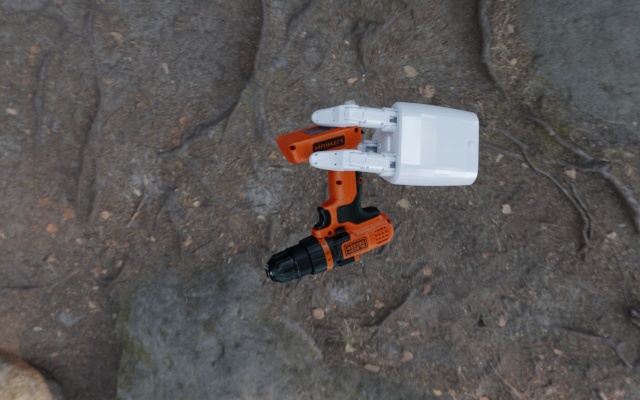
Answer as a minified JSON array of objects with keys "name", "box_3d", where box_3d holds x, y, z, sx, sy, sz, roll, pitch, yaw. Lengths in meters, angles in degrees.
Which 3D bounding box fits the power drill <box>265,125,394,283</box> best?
[{"name":"power drill","box_3d":[0.000,0.002,0.613,0.184,0.188,0.057,-20,25,-20]}]
